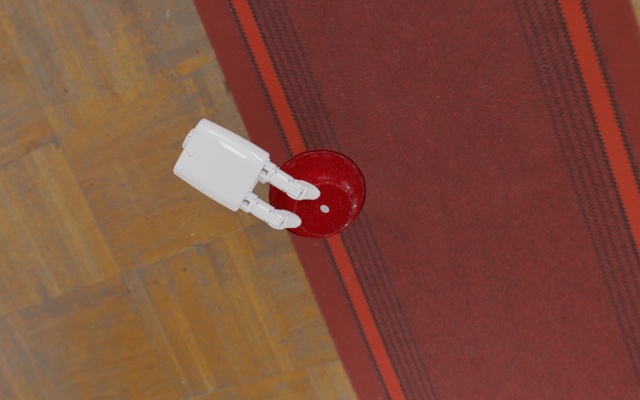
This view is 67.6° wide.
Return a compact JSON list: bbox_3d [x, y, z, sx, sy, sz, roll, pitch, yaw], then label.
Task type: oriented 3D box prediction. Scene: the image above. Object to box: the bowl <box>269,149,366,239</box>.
[{"bbox_3d":[0.001,0.003,0.759,0.162,0.162,0.055,0,26,-10],"label":"bowl"}]
